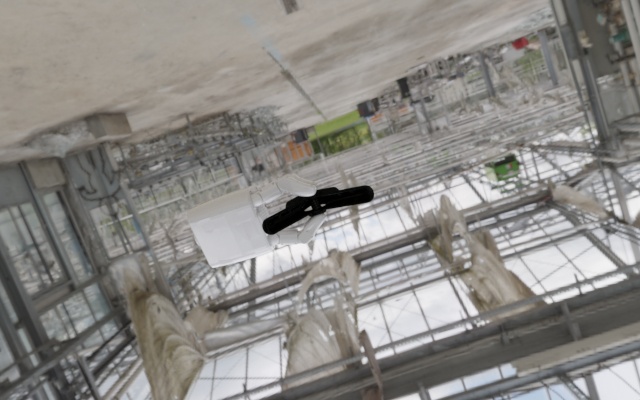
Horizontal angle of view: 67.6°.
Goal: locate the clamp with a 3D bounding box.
[{"bbox_3d":[0.000,0.003,0.758,0.164,0.036,0.210,-17,7,4],"label":"clamp"}]
